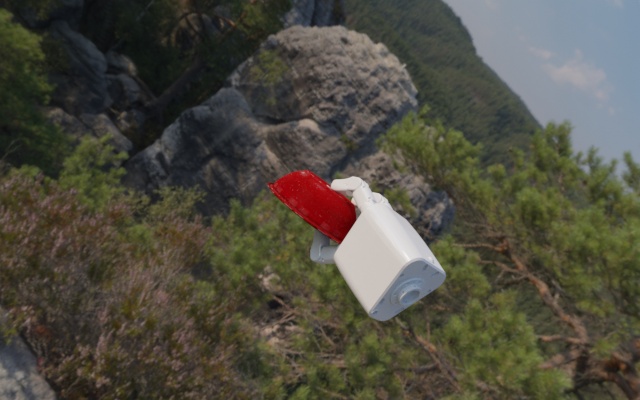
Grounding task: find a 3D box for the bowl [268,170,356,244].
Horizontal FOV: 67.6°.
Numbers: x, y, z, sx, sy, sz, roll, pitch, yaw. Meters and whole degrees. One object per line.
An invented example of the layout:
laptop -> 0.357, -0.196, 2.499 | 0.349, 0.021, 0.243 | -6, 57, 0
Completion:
bowl -> 0.000, 0.001, 0.726 | 0.162, 0.055, 0.162 | 36, 5, -3
